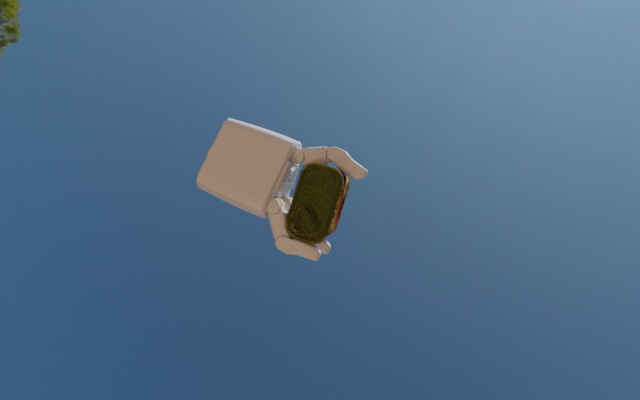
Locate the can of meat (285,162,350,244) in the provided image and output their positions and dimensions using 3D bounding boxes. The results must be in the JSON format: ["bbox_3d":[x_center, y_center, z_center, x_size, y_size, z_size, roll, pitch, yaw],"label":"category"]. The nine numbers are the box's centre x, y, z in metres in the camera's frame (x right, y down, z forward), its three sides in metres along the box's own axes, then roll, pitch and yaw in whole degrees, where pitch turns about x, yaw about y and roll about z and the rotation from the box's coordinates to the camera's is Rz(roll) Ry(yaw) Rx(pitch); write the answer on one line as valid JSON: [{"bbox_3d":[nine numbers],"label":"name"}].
[{"bbox_3d":[0.000,0.002,0.642,0.057,0.102,0.084,18,6,11],"label":"can of meat"}]
